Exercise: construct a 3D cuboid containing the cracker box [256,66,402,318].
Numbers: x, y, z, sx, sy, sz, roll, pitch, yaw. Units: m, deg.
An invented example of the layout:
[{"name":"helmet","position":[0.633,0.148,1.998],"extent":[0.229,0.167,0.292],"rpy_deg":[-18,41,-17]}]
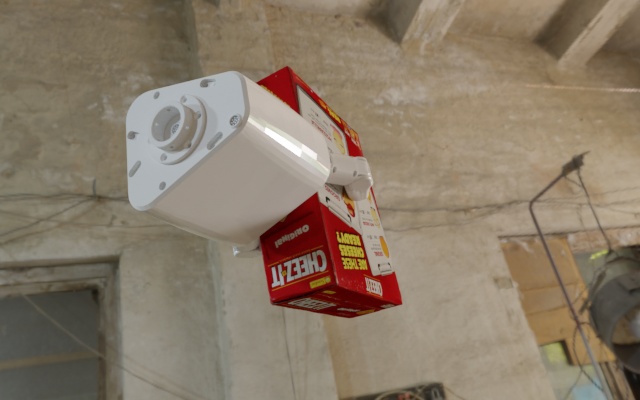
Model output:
[{"name":"cracker box","position":[0.000,0.001,0.478],"extent":[0.072,0.213,0.164],"rpy_deg":[-22,-25,21]}]
